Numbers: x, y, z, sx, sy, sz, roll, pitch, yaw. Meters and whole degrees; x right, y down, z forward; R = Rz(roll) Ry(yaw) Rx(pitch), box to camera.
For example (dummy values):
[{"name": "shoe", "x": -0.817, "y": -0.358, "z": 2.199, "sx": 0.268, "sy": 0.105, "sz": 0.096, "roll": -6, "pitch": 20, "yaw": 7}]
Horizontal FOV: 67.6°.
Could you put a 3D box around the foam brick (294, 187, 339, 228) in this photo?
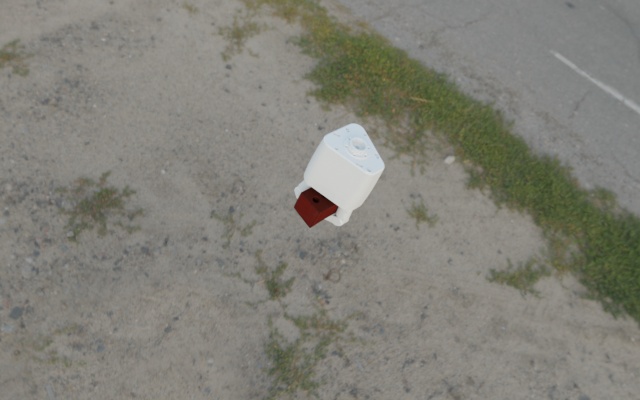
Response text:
[{"name": "foam brick", "x": 0.000, "y": 0.003, "z": 0.875, "sx": 0.078, "sy": 0.053, "sz": 0.051, "roll": -30, "pitch": -18, "yaw": -35}]
